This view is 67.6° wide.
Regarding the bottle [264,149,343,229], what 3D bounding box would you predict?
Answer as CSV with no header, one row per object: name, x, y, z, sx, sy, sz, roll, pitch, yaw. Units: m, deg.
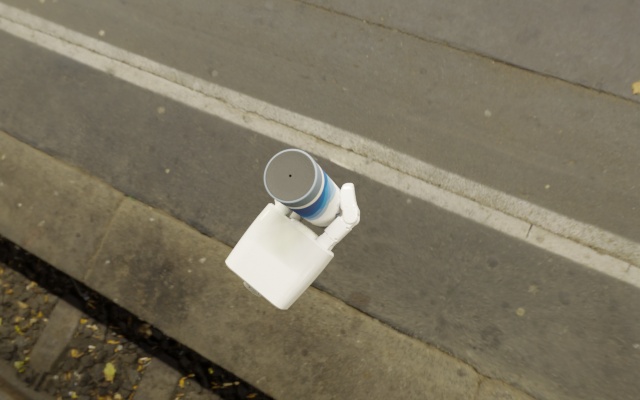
bottle,0.000,0.002,0.699,0.069,0.069,0.296,0,-12,14
